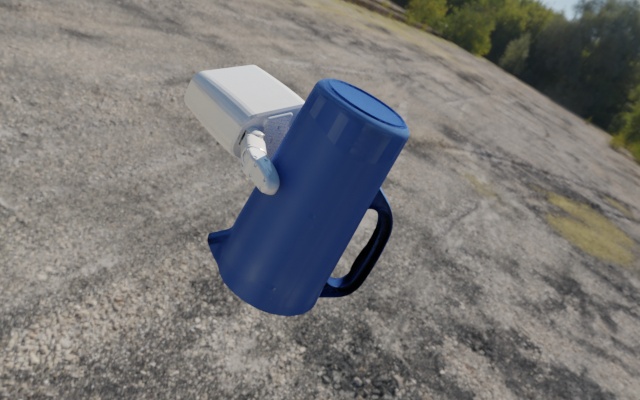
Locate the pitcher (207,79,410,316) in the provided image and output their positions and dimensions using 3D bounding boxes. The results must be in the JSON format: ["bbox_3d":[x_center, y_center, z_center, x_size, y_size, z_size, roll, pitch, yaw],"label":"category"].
[{"bbox_3d":[0.000,0.002,0.525,0.145,0.243,0.149,44,27,27],"label":"pitcher"}]
